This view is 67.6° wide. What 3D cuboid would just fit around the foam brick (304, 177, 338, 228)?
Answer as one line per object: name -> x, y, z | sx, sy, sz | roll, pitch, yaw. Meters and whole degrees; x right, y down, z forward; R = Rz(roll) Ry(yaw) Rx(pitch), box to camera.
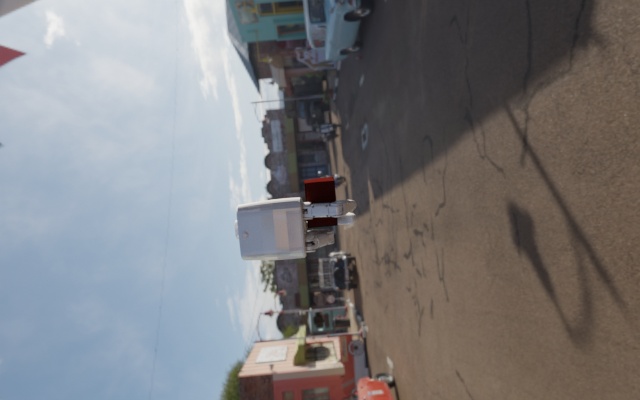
foam brick -> 0.000, 0.002, 0.804 | 0.051, 0.078, 0.053 | -4, 8, -1
